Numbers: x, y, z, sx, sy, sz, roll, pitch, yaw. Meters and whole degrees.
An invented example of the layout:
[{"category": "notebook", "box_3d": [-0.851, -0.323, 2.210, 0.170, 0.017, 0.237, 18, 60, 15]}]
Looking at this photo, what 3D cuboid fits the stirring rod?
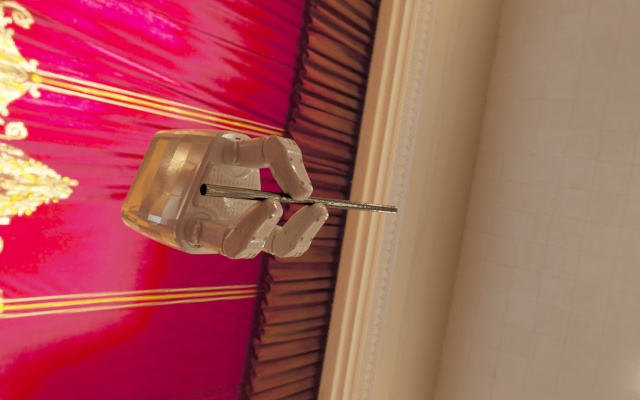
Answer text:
[{"category": "stirring rod", "box_3d": [0.000, 0.001, 0.405, 0.011, 0.011, 0.239, 0, -4, 40]}]
